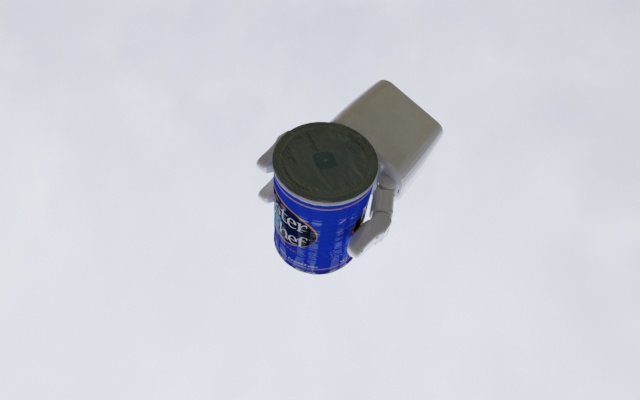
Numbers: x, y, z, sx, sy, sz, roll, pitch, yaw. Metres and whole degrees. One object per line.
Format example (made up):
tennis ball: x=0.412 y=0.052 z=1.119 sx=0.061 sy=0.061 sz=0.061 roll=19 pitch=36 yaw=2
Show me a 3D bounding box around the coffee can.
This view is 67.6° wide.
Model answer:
coffee can: x=0.000 y=0.002 z=0.512 sx=0.103 sy=0.102 sz=0.140 roll=0 pitch=-36 yaw=-5
